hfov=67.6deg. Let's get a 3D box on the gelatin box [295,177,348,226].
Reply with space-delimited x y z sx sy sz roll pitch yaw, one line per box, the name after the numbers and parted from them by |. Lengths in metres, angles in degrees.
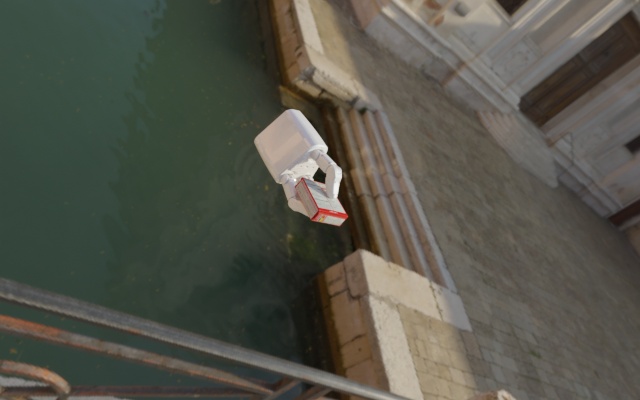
0.001 0.003 0.880 0.073 0.089 0.030 14 -54 -42 | gelatin box
